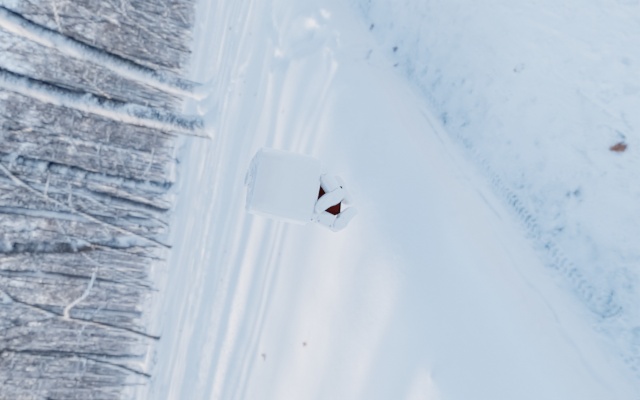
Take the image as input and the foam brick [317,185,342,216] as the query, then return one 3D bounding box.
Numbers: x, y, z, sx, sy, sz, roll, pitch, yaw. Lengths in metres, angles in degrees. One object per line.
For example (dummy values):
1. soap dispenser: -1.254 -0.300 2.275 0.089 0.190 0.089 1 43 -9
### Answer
1. foam brick: 0.000 0.003 0.865 0.051 0.053 0.078 11 -19 -19
